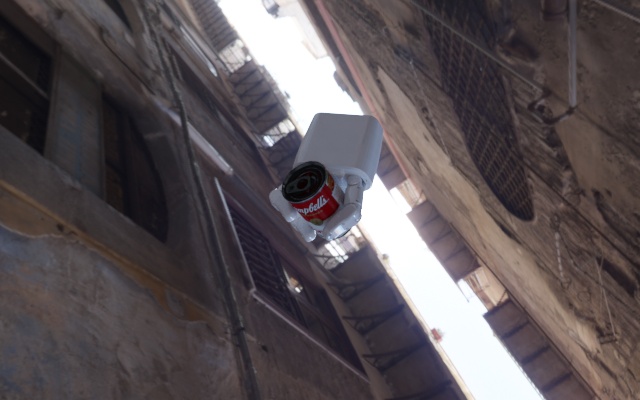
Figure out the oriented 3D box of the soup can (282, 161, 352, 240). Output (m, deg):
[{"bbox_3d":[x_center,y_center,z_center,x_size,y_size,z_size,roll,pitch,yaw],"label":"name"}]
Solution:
[{"bbox_3d":[0.000,0.003,0.668,0.068,0.068,0.102,0,-33,33],"label":"soup can"}]
